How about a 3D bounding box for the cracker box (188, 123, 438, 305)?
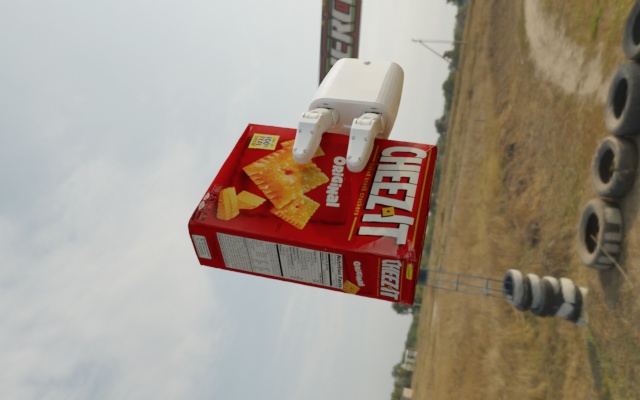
[{"bbox_3d":[0.000,0.002,0.483,0.213,0.072,0.164,8,45,14],"label":"cracker box"}]
